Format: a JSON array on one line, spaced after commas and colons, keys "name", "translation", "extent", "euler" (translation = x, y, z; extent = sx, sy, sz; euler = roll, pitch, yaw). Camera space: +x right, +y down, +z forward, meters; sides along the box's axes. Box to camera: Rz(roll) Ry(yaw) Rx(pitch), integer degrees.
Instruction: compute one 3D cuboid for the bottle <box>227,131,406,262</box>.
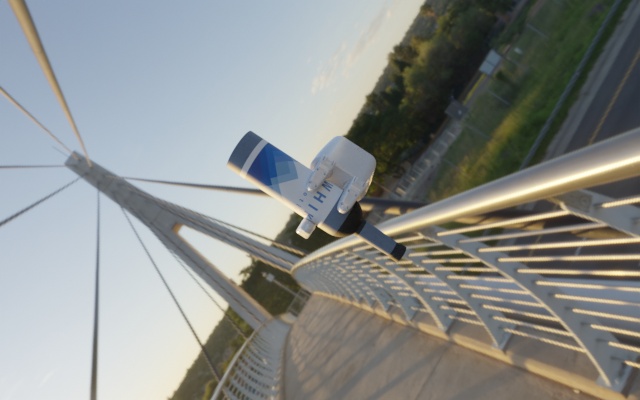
[{"name": "bottle", "translation": [0.000, 0.002, 0.723], "extent": [0.296, 0.069, 0.069], "euler": [33, -1, -1]}]
